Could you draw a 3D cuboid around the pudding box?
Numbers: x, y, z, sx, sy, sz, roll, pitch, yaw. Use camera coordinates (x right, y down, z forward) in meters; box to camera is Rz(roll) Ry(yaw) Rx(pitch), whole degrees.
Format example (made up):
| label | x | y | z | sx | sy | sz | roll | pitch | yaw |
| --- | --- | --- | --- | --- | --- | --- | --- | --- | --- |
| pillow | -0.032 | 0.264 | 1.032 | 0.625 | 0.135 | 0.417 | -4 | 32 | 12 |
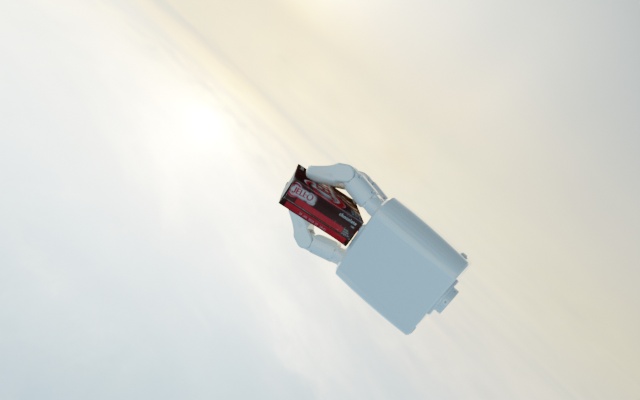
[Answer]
| label | x | y | z | sx | sy | sz | roll | pitch | yaw |
| --- | --- | --- | --- | --- | --- | --- | --- | --- | --- |
| pudding box | 0.000 | 0.002 | 0.558 | 0.090 | 0.039 | 0.113 | 34 | 8 | -8 |
